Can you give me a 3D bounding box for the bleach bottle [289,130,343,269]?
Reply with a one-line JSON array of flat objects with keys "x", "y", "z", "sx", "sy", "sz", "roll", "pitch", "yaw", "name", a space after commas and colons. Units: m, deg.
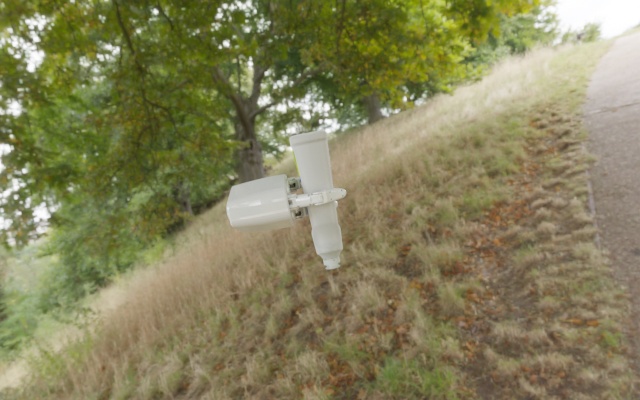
[{"x": 0.000, "y": 0.003, "z": 0.874, "sx": 0.068, "sy": 0.251, "sz": 0.102, "roll": -11, "pitch": 5, "yaw": 0, "name": "bleach bottle"}]
